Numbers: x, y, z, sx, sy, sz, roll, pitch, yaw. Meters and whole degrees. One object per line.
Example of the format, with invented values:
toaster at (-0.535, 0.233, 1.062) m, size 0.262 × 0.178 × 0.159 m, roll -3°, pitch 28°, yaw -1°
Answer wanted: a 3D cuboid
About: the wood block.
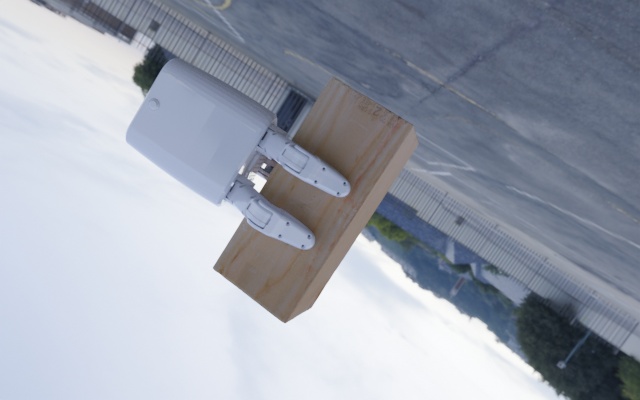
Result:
wood block at (0.000, 0.001, 0.464) m, size 0.090 × 0.206 × 0.091 m, roll 34°, pitch 6°, yaw 13°
